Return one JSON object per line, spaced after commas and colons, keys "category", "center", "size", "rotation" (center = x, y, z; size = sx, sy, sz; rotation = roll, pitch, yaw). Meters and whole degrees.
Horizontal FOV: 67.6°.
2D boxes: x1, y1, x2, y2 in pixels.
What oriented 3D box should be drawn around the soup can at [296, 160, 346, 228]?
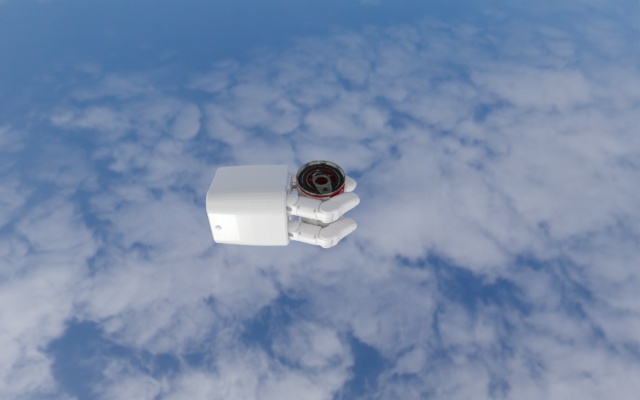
{"category": "soup can", "center": [0.001, 0.002, 0.689], "size": [0.068, 0.068, 0.102], "rotation": [0, -43, 0]}
